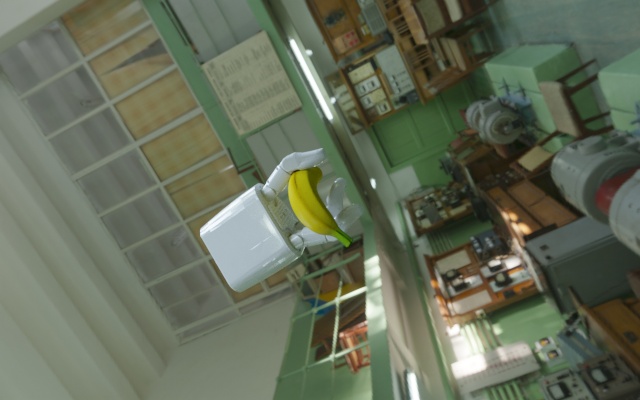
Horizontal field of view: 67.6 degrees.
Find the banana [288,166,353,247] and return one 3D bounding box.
[{"bbox_3d":[-0.012,-0.007,0.622,0.070,0.037,0.197,38,17,-28],"label":"banana"}]
